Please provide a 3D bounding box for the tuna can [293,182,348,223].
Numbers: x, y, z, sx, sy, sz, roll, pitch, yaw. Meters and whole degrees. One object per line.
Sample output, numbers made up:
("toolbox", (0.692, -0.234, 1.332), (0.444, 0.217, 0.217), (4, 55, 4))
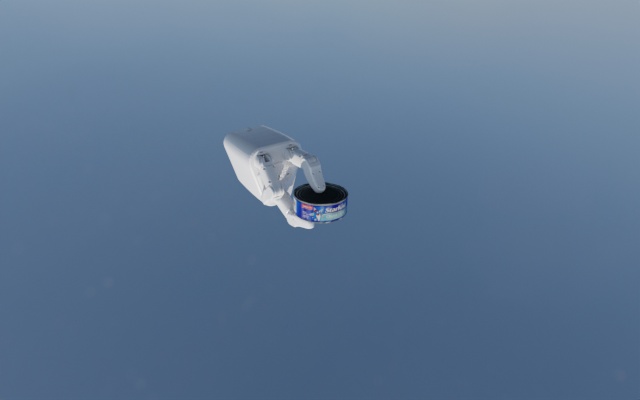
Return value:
("tuna can", (0.000, 0.003, 0.750), (0.086, 0.034, 0.086), (1, 25, 0))
